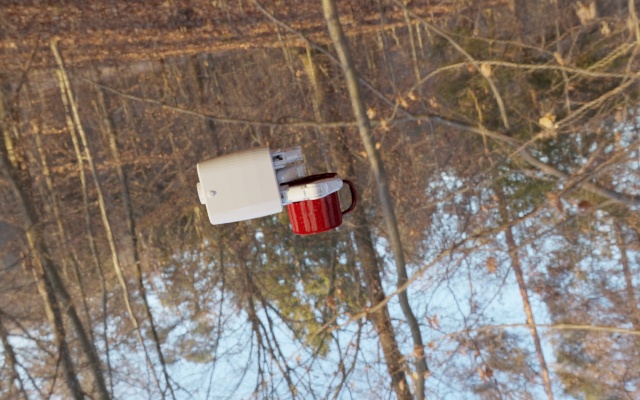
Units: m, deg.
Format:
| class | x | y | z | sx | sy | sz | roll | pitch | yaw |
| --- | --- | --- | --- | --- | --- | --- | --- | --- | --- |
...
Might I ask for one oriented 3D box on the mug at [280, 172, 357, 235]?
| class | x | y | z | sx | sy | sz | roll | pitch | yaw |
| --- | --- | --- | --- | --- | --- | --- | --- | --- | --- |
| mug | 0.002 | 0.002 | 0.752 | 0.117 | 0.081 | 0.093 | -12 | 8 | -7 |
